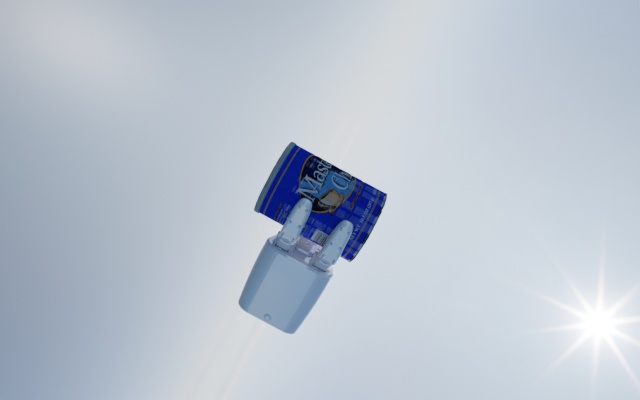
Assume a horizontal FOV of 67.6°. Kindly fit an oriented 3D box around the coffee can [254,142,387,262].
[{"bbox_3d":[0.000,0.002,0.618,0.140,0.103,0.103,29,-1,-1],"label":"coffee can"}]
